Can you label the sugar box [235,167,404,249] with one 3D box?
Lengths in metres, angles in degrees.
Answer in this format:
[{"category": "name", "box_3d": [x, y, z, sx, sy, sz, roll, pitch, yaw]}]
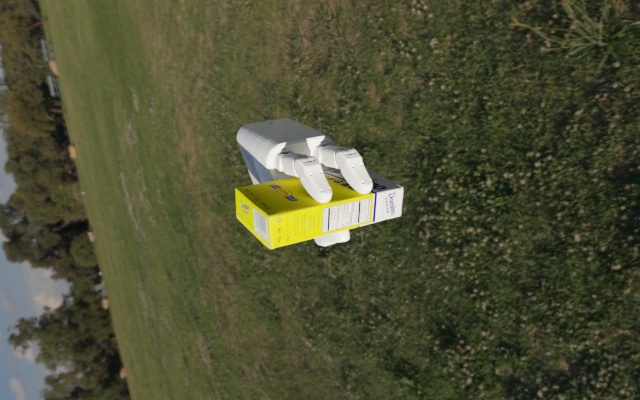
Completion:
[{"category": "sugar box", "box_3d": [0.000, 0.001, 0.559, 0.176, 0.048, 0.093, -15, 29, -28]}]
